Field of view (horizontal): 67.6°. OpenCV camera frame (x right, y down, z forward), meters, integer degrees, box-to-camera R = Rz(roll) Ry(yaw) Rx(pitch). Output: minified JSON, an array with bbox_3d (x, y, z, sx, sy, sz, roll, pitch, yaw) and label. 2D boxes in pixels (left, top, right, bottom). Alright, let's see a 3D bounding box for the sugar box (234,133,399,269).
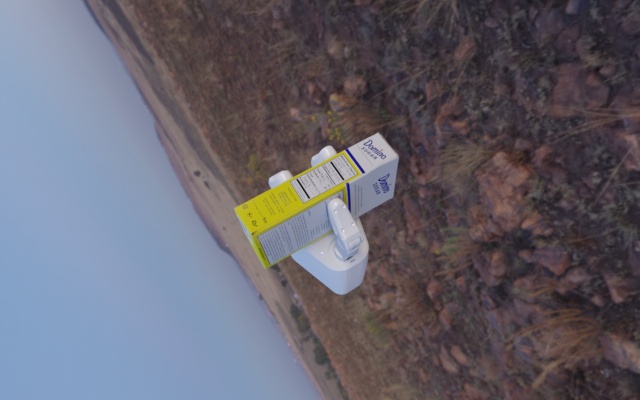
[{"bbox_3d":[0.000,0.001,0.528,0.176,0.048,0.093,-30,-26,-12],"label":"sugar box"}]
